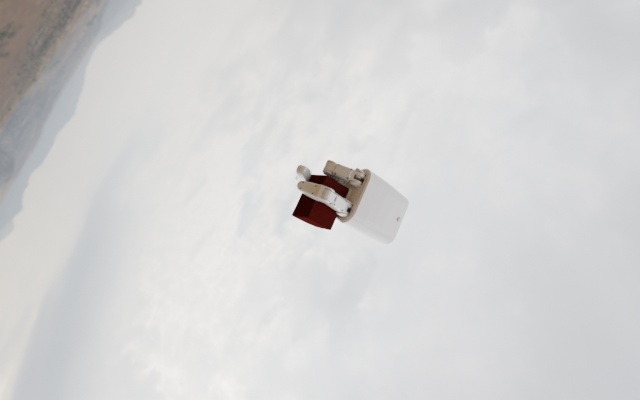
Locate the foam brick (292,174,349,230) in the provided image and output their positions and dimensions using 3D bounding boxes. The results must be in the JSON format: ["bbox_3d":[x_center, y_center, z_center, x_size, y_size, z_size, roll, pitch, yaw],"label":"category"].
[{"bbox_3d":[0.000,0.003,0.782,0.051,0.078,0.053,31,-12,-31],"label":"foam brick"}]
